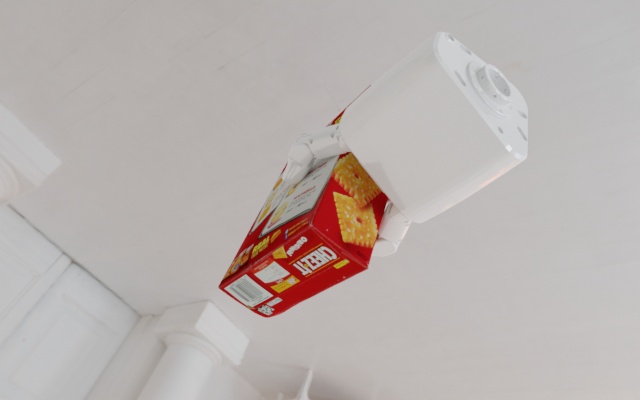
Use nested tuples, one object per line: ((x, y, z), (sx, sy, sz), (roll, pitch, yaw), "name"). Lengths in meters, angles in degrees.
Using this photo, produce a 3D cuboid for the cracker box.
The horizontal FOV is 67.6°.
((0.000, 0.002, 0.498), (0.072, 0.213, 0.164), (39, -45, -15), "cracker box")
